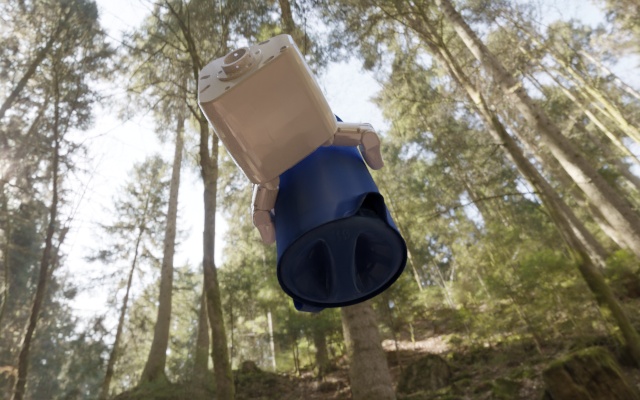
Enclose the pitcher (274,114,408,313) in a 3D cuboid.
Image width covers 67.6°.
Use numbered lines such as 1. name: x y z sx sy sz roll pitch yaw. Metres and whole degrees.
1. pitcher: 0.000 0.002 0.568 0.149 0.145 0.242 -24 40 9
